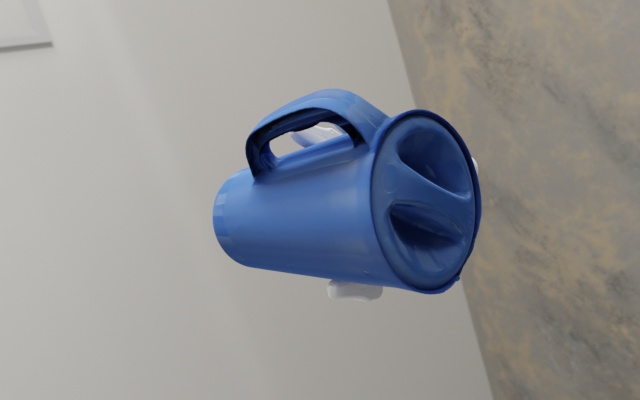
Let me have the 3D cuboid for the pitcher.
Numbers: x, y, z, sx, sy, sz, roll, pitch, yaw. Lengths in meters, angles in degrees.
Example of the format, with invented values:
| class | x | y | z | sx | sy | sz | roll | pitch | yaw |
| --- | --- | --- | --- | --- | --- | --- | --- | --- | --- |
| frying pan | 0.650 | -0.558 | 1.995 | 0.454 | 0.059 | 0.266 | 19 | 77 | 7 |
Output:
| class | x | y | z | sx | sy | sz | roll | pitch | yaw |
| --- | --- | --- | --- | --- | --- | --- | --- | --- | --- |
| pitcher | 0.000 | 0.001 | 0.424 | 0.145 | 0.149 | 0.243 | -2 | -3 | -42 |
